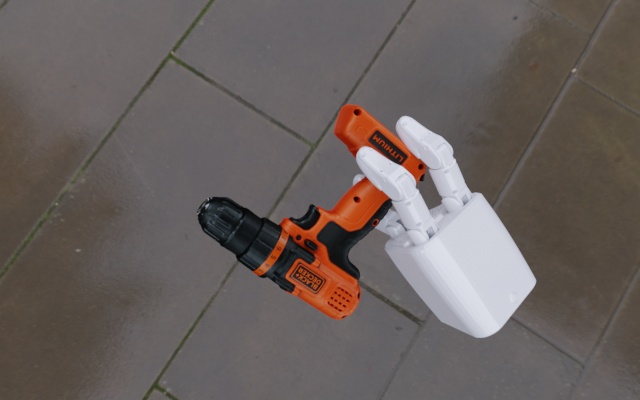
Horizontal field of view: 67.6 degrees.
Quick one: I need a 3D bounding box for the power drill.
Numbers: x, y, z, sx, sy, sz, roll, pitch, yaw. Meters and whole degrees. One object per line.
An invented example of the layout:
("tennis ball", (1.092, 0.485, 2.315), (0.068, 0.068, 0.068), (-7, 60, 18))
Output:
("power drill", (0.001, 0.001, 0.471), (0.184, 0.187, 0.057), (37, -2, -18))
